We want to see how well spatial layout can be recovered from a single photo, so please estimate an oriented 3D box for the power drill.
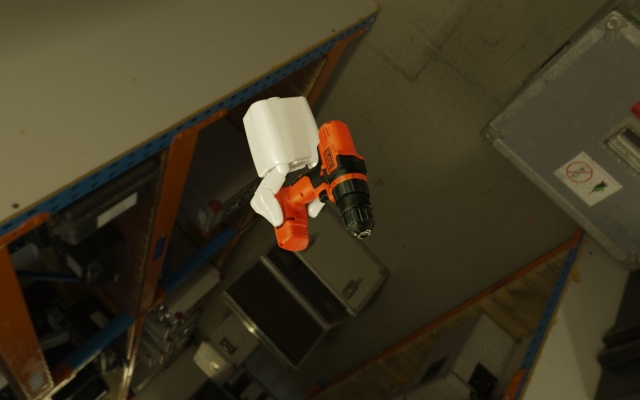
[{"bbox_3d":[0.000,0.002,0.709,0.057,0.184,0.188,11,-37,-35],"label":"power drill"}]
